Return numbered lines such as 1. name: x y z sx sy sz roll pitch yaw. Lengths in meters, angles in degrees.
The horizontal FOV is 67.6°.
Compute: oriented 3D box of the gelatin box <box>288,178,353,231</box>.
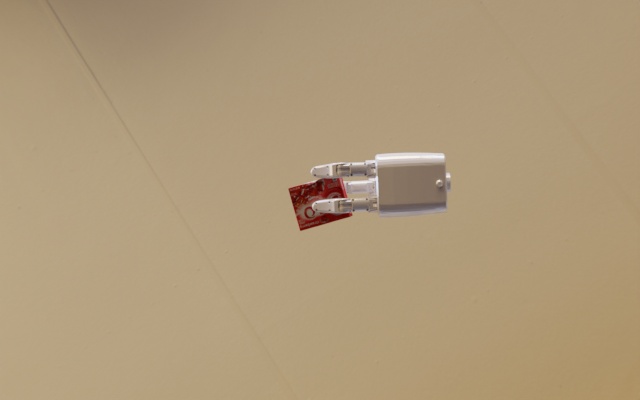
1. gelatin box: 0.000 0.003 0.775 0.089 0.073 0.030 -16 1 14
